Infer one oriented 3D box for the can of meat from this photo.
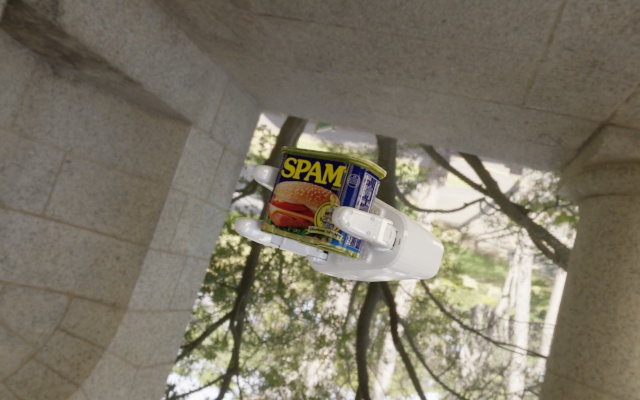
[{"bbox_3d":[0.000,0.002,0.445,0.102,0.084,0.057,12,-8,35],"label":"can of meat"}]
